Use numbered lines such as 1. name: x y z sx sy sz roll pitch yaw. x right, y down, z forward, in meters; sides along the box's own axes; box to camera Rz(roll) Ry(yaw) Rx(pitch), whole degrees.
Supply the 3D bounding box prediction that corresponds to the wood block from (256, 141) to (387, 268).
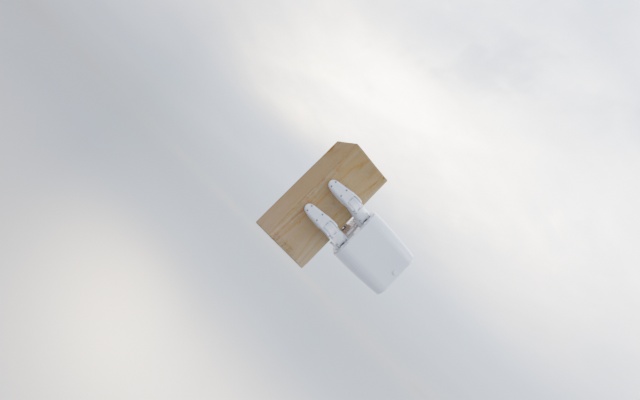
1. wood block: 0.000 0.003 0.817 0.090 0.206 0.091 48 -8 -20
